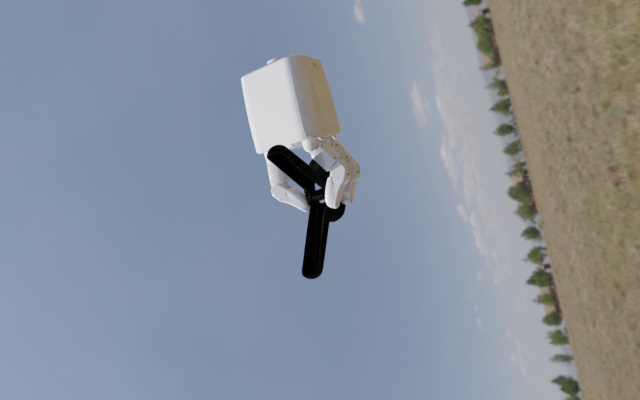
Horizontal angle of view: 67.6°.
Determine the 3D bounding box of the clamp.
[{"bbox_3d":[-0.001,0.002,0.637,0.036,0.164,0.210,-10,5,22],"label":"clamp"}]
